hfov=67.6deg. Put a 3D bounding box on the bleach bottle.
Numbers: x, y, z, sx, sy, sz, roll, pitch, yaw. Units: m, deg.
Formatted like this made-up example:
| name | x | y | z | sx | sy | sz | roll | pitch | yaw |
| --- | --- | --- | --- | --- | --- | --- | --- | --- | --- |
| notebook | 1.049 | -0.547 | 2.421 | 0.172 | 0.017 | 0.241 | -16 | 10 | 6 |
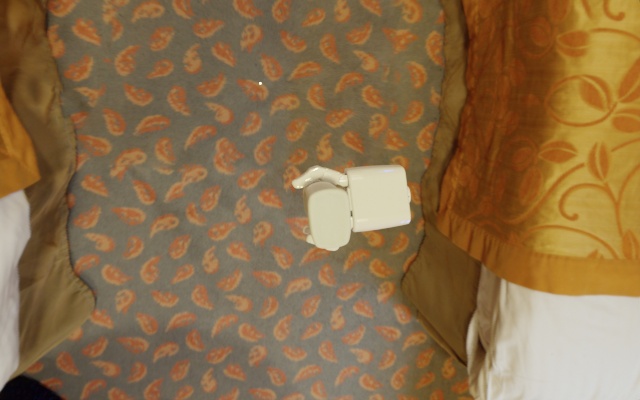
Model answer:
| name | x | y | z | sx | sy | sz | roll | pitch | yaw |
| --- | --- | --- | --- | --- | --- | --- | --- | --- | --- |
| bleach bottle | 0.000 | 0.003 | 0.872 | 0.068 | 0.102 | 0.250 | -6 | 14 | -6 |
